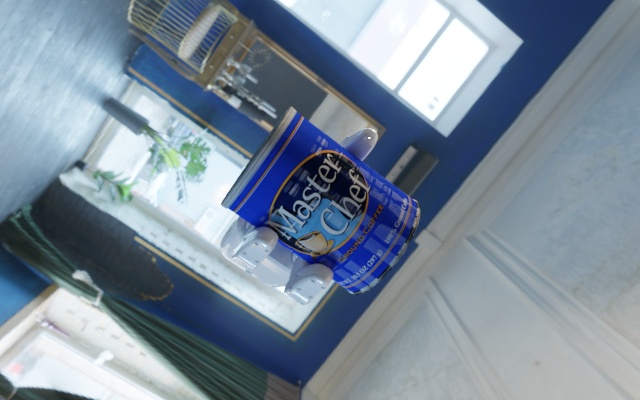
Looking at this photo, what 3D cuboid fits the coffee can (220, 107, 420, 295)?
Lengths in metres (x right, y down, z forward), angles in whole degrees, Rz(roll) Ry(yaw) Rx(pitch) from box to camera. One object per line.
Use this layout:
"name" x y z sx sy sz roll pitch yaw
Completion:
"coffee can" 0.000 0.001 0.418 0.140 0.103 0.103 36 -7 -10
